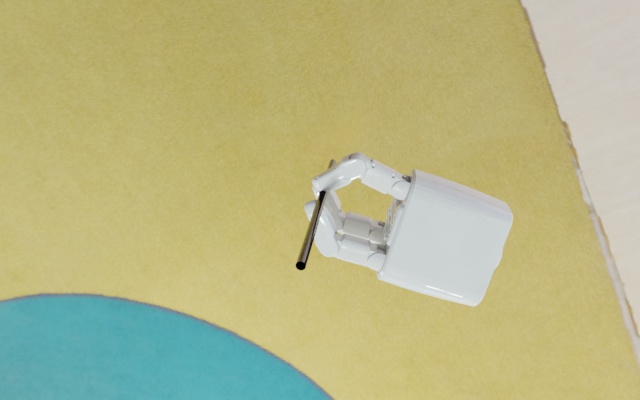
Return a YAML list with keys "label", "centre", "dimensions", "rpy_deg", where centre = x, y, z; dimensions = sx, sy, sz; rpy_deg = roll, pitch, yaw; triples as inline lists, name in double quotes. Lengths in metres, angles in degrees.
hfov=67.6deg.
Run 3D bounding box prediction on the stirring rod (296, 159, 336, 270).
- label: "stirring rod"
  centre: [0.000, 0.001, 0.468]
  dimensions: [0.011, 0.011, 0.239]
  rpy_deg: [0, 23, 8]
